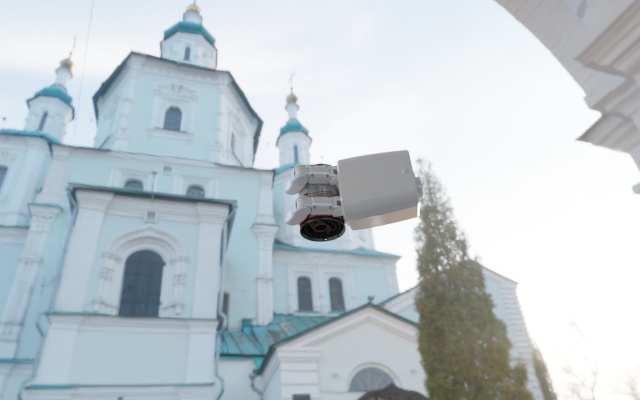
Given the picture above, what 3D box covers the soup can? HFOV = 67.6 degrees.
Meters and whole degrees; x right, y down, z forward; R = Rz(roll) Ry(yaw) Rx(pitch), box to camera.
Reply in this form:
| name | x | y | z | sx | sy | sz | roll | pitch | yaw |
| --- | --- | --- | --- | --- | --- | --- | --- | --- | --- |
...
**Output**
| name | x | y | z | sx | sy | sz | roll | pitch | yaw |
| --- | --- | --- | --- | --- | --- | --- | --- | --- | --- |
| soup can | 0.000 | 0.002 | 0.726 | 0.068 | 0.102 | 0.068 | -3 | -33 | -2 |
